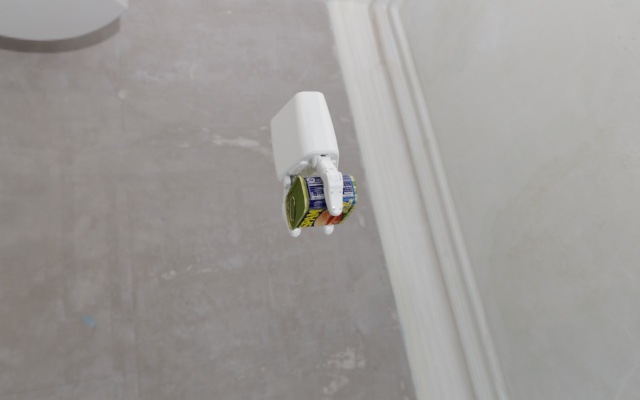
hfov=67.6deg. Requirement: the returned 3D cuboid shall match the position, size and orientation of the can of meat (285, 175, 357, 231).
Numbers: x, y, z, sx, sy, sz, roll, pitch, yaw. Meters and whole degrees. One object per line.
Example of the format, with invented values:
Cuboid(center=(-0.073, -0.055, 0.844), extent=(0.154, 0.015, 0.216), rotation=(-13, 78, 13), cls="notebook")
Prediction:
Cuboid(center=(0.000, 0.002, 0.717), extent=(0.084, 0.057, 0.102), rotation=(-4, -23, -20), cls="can of meat")
